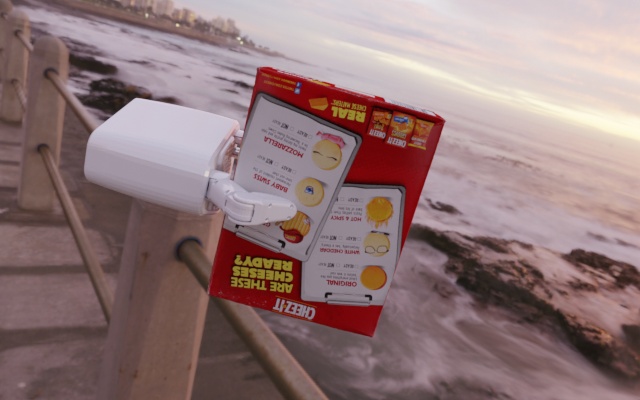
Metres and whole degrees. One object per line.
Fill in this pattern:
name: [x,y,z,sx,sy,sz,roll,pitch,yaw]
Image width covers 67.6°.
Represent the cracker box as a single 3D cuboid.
cracker box: [0.000,0.001,0.448,0.164,0.214,0.072,15,16,-1]
